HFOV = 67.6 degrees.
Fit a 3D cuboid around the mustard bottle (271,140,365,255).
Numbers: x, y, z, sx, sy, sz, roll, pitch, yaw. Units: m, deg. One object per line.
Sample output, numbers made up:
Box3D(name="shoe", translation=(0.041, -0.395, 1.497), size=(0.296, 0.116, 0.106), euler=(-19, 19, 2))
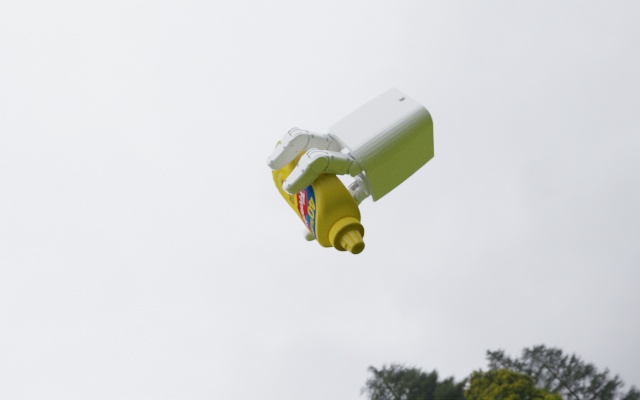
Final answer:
Box3D(name="mustard bottle", translation=(0.000, 0.002, 0.588), size=(0.058, 0.096, 0.191), euler=(-16, 39, -21))
